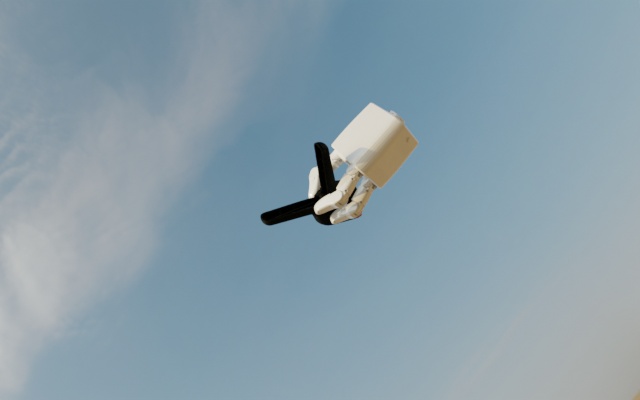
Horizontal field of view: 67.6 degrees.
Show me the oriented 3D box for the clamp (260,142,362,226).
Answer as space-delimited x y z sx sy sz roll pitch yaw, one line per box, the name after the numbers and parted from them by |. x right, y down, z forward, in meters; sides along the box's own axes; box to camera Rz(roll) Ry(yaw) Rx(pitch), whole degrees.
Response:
0.000 0.002 0.838 0.036 0.164 0.210 49 9 37 | clamp
